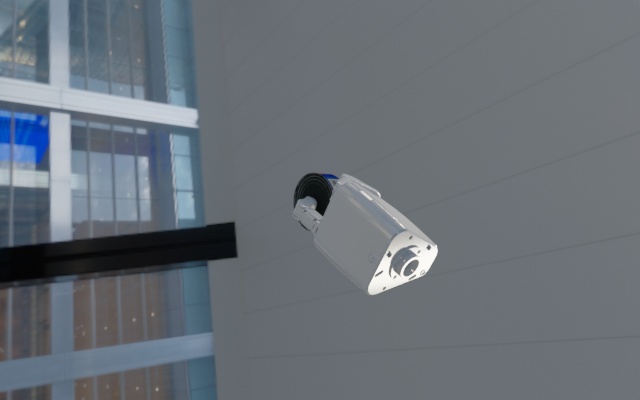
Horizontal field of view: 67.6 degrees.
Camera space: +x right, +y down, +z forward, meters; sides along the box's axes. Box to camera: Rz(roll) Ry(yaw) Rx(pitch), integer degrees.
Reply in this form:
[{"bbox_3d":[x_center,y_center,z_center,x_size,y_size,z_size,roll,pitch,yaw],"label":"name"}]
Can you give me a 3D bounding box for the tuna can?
[{"bbox_3d":[0.000,0.002,0.702,0.034,0.086,0.086,-1,0,-43],"label":"tuna can"}]
